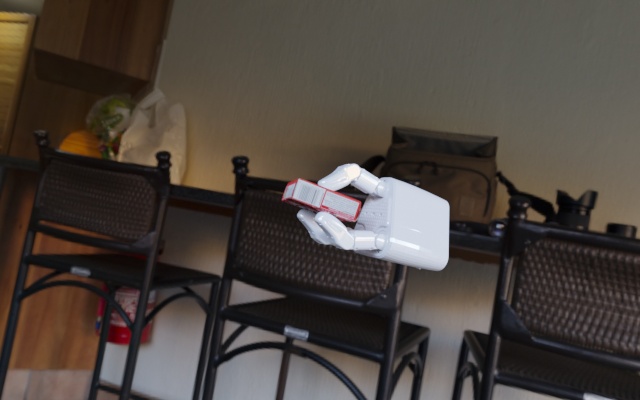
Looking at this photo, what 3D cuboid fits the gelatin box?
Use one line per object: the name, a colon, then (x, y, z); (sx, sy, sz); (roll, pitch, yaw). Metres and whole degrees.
gelatin box: (0.000, 0.001, 0.620); (0.089, 0.030, 0.073); (21, -7, -13)
